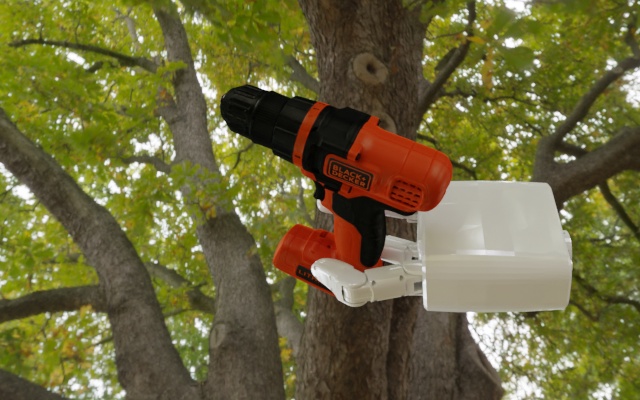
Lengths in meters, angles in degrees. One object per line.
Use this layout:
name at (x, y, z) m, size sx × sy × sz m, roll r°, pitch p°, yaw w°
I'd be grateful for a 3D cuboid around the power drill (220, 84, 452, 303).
power drill at (0.000, 0.002, 0.408) m, size 0.184 × 0.057 × 0.188 m, roll 24°, pitch -38°, yaw 13°
